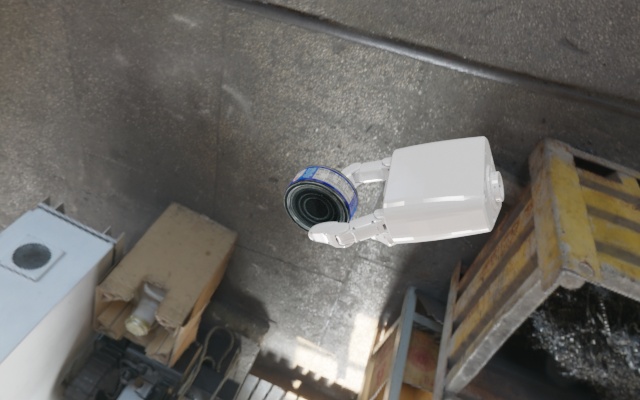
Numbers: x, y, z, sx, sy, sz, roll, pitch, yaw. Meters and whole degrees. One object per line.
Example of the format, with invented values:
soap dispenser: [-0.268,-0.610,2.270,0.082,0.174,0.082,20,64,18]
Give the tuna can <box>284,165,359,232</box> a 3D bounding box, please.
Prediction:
tuna can: [0.000,0.002,0.570,0.086,0.086,0.033,0,37,27]
